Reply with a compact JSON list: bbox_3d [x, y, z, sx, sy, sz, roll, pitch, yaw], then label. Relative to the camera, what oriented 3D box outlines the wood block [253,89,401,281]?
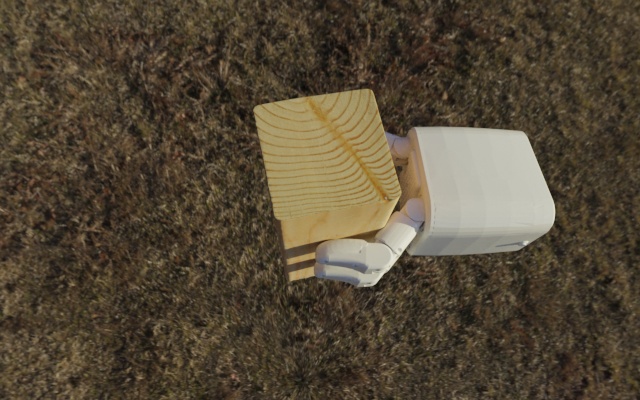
[{"bbox_3d":[0.000,0.001,0.425,0.090,0.090,0.206,-10,-20,-6],"label":"wood block"}]
